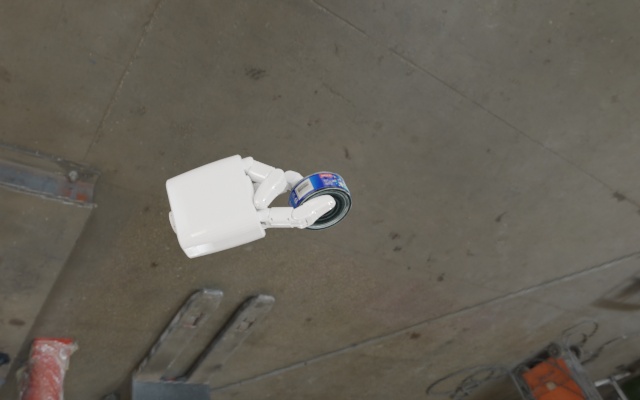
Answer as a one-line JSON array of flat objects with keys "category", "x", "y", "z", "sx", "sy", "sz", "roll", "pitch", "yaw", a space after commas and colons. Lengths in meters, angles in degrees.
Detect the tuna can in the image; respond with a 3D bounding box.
[{"category": "tuna can", "x": 0.000, "y": 0.003, "z": 0.667, "sx": 0.086, "sy": 0.086, "sz": 0.033, "roll": 0, "pitch": 43, "yaw": -26}]
